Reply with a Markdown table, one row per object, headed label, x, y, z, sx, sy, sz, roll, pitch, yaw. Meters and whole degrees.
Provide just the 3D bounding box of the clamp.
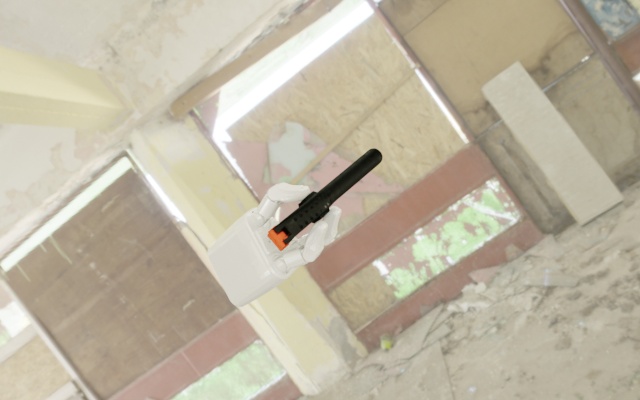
| label | x | y | z | sx | sy | sz | roll | pitch | yaw |
| --- | --- | --- | --- | --- | --- | --- | --- | --- | --- |
| clamp | -0.001 | 0.002 | 0.647 | 0.165 | 0.036 | 0.210 | -42 | -1 | 30 |
